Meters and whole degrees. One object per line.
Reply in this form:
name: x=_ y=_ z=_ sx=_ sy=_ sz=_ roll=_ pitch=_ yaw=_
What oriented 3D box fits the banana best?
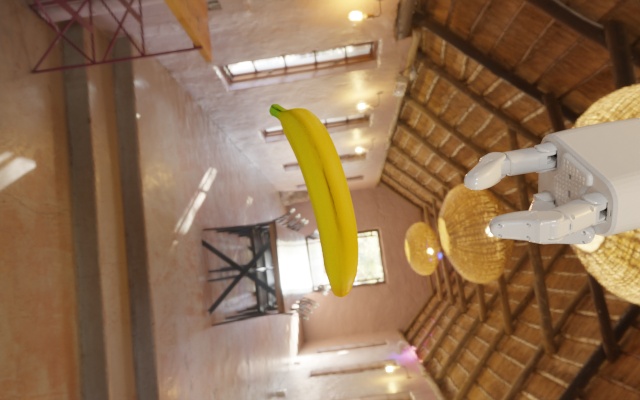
banana: x=0.004 y=-0.002 z=0.437 sx=0.037 sy=0.198 sz=0.069 roll=-18 pitch=3 yaw=-15
